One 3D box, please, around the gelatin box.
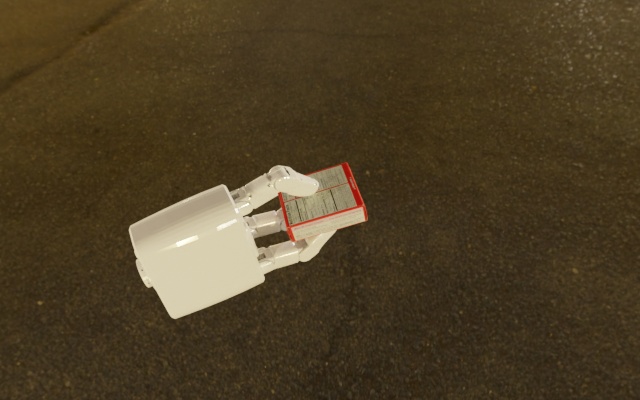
[{"bbox_3d":[0.000,0.001,0.540,0.089,0.073,0.030,-17,-44,0],"label":"gelatin box"}]
